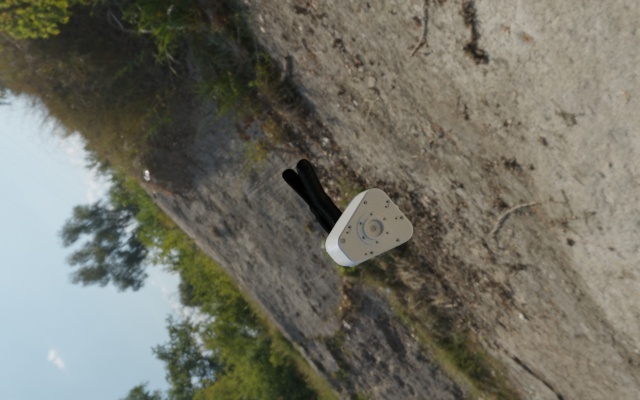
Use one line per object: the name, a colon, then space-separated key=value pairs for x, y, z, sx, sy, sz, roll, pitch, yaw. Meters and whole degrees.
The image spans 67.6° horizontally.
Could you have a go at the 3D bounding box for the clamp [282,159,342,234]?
clamp: x=0.000 y=0.003 z=0.797 sx=0.039 sy=0.171 sz=0.120 roll=-41 pitch=-1 yaw=-11
